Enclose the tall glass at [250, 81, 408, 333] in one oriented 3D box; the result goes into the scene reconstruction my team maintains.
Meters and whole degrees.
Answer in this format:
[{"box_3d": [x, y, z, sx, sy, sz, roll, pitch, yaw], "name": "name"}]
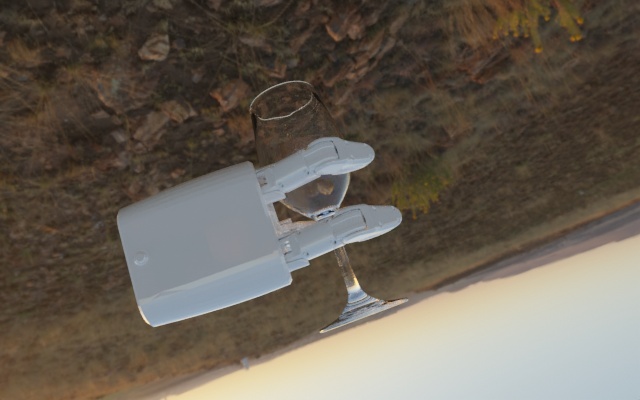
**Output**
[{"box_3d": [0.000, 0.002, 0.400, 0.079, 0.201, 0.079, -19, -15, -5], "name": "tall glass"}]
